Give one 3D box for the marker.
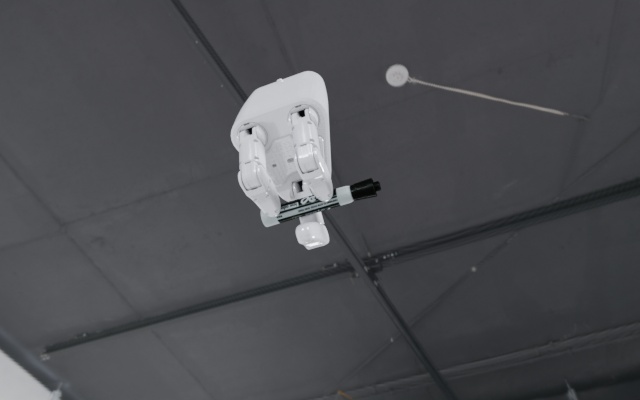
[{"bbox_3d":[0.000,0.002,0.470,0.121,0.020,0.020,-16,-3,11],"label":"marker"}]
